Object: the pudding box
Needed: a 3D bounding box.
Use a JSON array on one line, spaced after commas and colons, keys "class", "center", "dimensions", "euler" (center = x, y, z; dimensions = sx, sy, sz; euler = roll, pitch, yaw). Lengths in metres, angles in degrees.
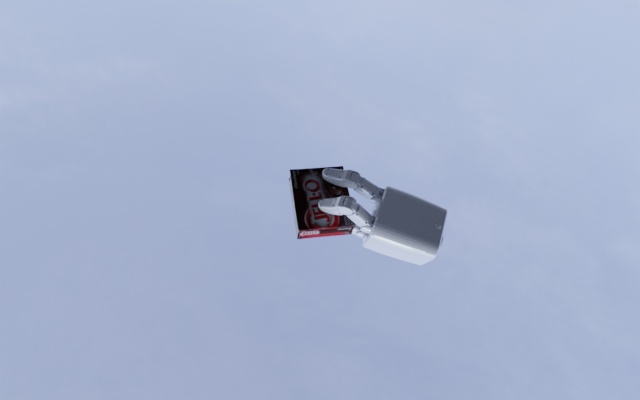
[{"class": "pudding box", "center": [0.000, 0.003, 0.761], "dimensions": [0.090, 0.113, 0.039], "euler": [-4, -30, -12]}]
